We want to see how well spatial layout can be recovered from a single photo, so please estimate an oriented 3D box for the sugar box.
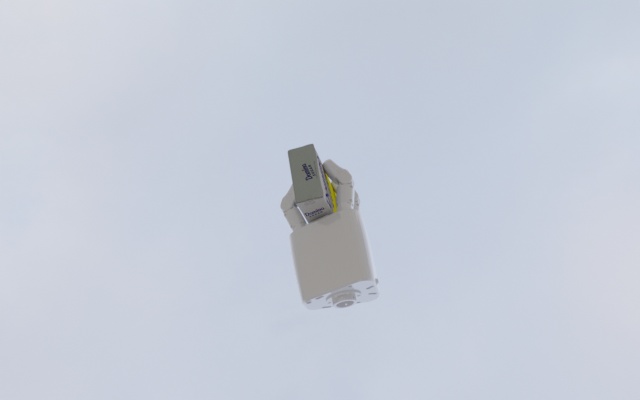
[{"bbox_3d":[0.001,0.002,0.725,0.048,0.093,0.176,-14,-31,6],"label":"sugar box"}]
